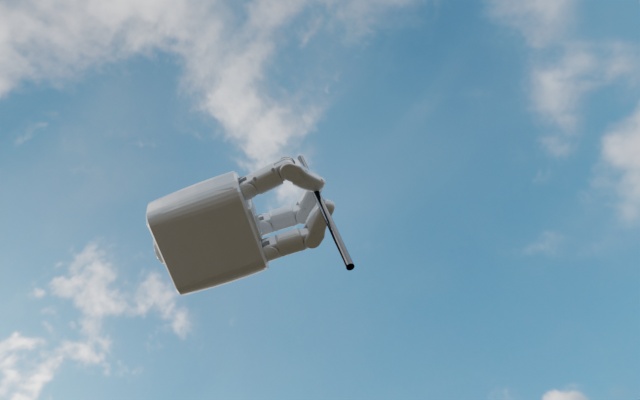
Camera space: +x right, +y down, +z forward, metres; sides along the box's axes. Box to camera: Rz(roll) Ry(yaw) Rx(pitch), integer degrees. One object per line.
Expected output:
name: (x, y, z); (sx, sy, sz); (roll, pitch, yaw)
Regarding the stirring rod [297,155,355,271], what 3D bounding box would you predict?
stirring rod: (0.000, 0.002, 0.530); (0.011, 0.011, 0.239); (0, 29, -15)
